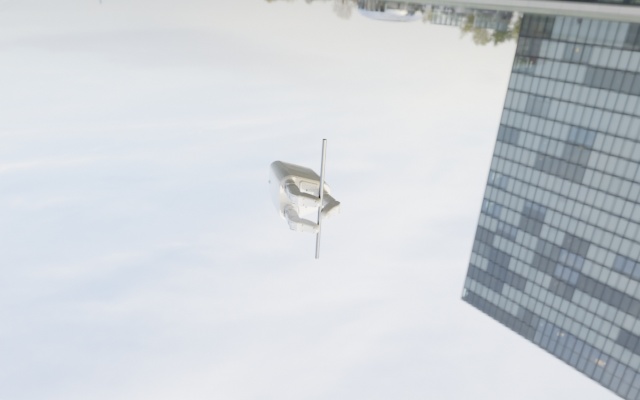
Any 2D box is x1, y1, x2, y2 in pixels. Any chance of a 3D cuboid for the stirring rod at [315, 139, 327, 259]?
[{"bbox_3d":[0.000,0.003,0.883,0.011,0.240,0.011,3,24,-1],"label":"stirring rod"}]
